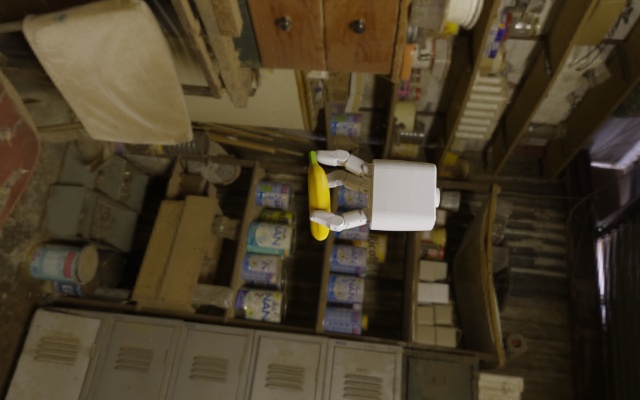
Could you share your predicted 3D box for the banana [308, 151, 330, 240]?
[{"bbox_3d":[-0.001,0.012,0.849,0.037,0.198,0.069,0,39,3],"label":"banana"}]
